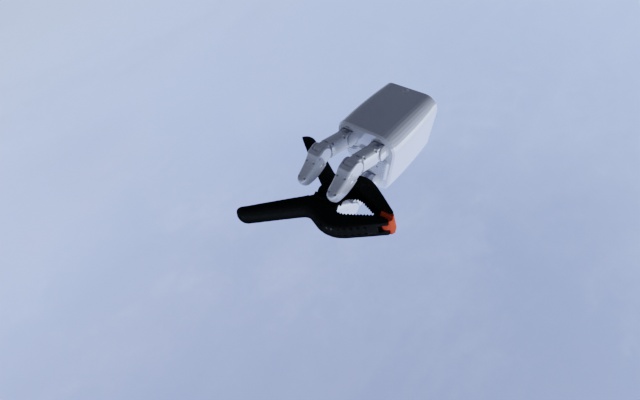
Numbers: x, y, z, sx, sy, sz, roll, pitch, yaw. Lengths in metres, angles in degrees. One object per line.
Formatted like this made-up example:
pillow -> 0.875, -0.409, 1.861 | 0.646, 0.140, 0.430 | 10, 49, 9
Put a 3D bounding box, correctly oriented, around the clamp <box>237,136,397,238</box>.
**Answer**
clamp -> 0.001, 0.003, 0.626 | 0.210, 0.164, 0.036 | 30, -24, 35
